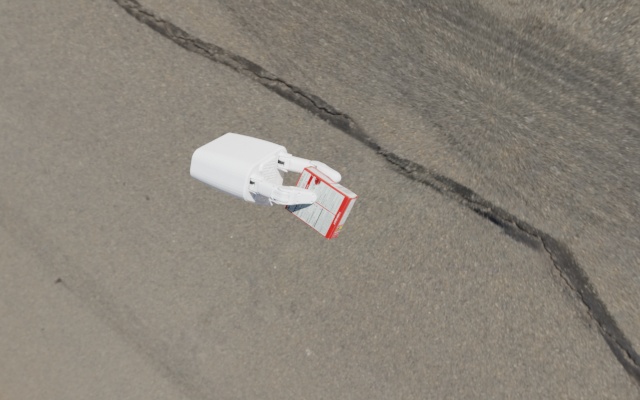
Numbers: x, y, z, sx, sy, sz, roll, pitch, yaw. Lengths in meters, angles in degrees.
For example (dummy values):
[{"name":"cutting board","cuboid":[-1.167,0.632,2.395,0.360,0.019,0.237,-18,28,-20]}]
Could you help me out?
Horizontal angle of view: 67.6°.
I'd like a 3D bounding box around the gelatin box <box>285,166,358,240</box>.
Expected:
[{"name":"gelatin box","cuboid":[0.000,0.003,0.701,0.089,0.073,0.030,35,22,22]}]
